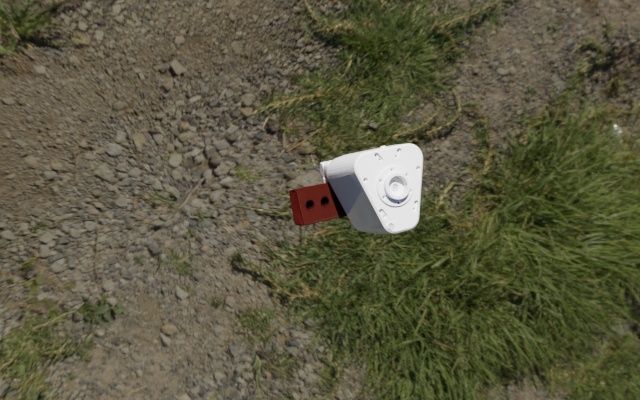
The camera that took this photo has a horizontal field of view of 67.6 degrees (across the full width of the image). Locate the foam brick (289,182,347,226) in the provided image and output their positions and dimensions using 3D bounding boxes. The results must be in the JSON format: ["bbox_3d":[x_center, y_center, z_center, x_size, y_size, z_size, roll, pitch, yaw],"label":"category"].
[{"bbox_3d":[0.000,0.002,0.685,0.078,0.053,0.051,-13,3,-15],"label":"foam brick"}]
